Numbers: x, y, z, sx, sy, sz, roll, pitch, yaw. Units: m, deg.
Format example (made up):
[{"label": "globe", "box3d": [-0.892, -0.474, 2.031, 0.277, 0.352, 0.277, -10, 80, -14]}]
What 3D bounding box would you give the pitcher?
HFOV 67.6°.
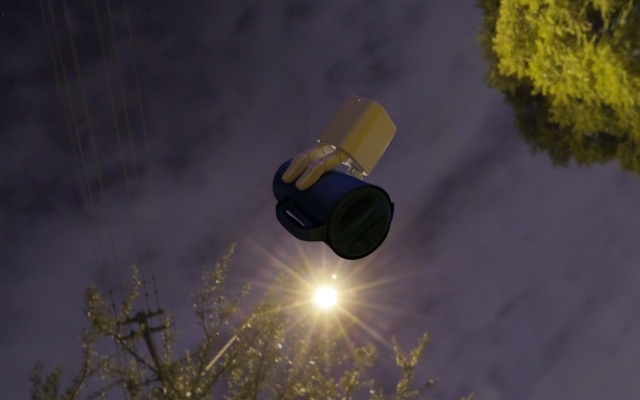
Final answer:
[{"label": "pitcher", "box3d": [0.000, 0.003, 0.868, 0.149, 0.145, 0.242, 34, -2, -37]}]
